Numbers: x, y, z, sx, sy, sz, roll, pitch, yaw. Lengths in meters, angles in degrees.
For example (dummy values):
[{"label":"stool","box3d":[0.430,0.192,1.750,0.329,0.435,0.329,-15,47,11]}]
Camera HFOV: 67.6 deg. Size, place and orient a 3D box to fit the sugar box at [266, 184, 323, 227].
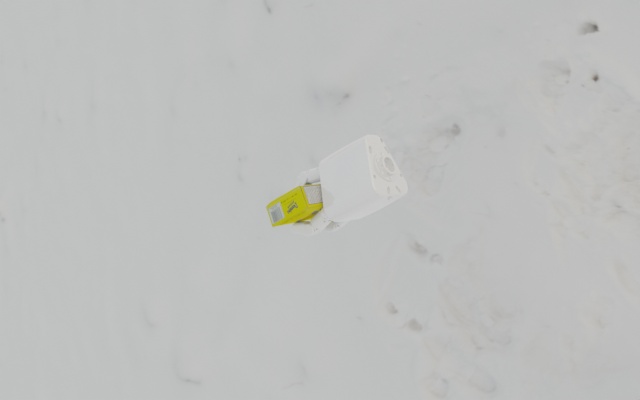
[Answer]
[{"label":"sugar box","box3d":[0.000,0.003,0.836,0.176,0.048,0.093,-5,-17,-47]}]
